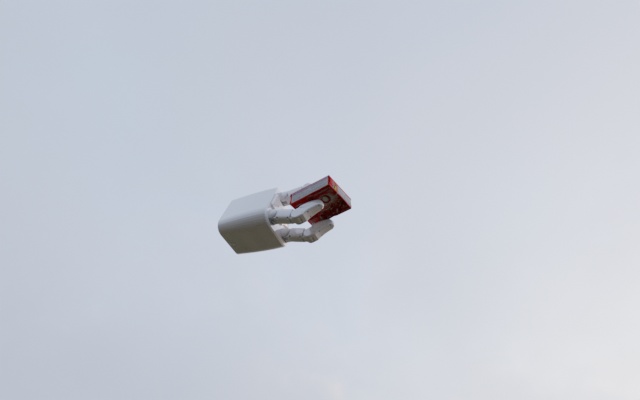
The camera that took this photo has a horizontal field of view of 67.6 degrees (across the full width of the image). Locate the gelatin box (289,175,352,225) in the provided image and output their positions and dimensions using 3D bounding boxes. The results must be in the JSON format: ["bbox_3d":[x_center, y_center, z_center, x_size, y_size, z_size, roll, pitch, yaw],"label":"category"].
[{"bbox_3d":[0.000,0.002,0.864,0.089,0.030,0.073,-27,-52,24],"label":"gelatin box"}]
